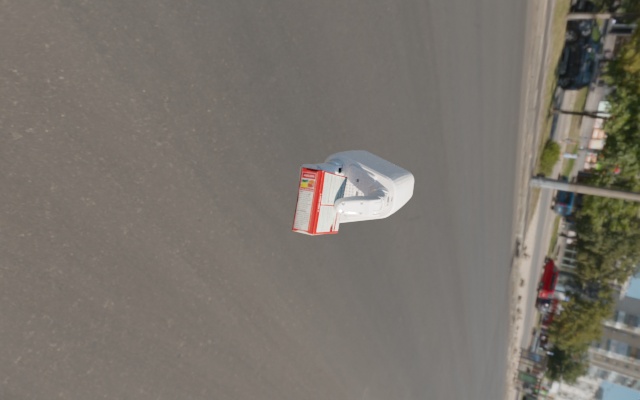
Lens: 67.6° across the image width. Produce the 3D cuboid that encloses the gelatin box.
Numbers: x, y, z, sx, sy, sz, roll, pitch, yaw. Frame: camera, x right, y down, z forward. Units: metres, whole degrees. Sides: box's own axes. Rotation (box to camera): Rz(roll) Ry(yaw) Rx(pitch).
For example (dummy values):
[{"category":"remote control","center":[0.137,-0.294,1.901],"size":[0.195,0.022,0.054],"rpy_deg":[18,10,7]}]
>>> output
[{"category":"gelatin box","center":[0.000,0.002,0.570],"size":[0.030,0.073,0.089],"rpy_deg":[10,2,21]}]
